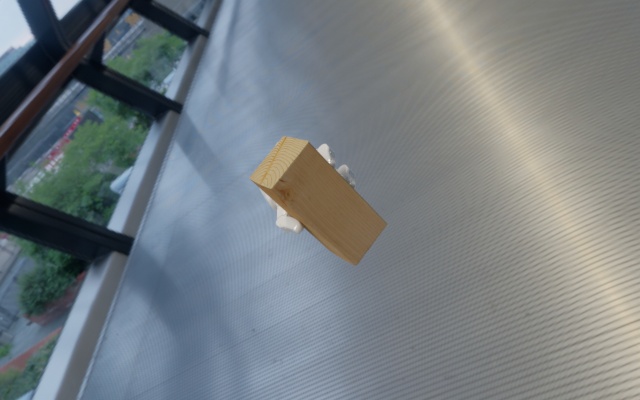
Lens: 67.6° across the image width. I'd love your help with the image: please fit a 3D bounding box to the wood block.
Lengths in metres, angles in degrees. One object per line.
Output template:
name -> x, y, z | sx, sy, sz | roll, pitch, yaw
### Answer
wood block -> 0.000, 0.003, 0.763 | 0.206, 0.091, 0.090 | 44, -11, -30
